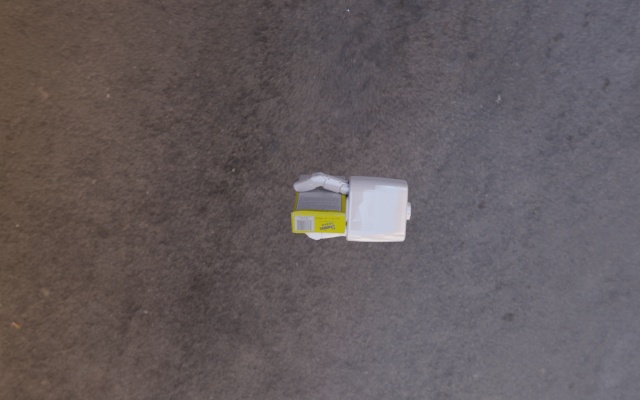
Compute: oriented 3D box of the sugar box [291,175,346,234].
[{"bbox_3d":[0.000,0.003,0.883,0.093,0.048,0.176,2,22,2],"label":"sugar box"}]
